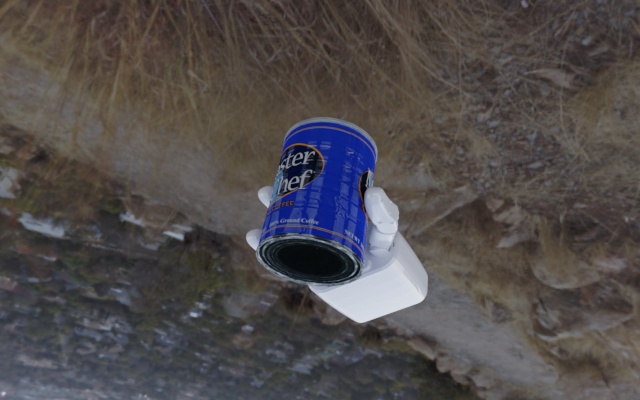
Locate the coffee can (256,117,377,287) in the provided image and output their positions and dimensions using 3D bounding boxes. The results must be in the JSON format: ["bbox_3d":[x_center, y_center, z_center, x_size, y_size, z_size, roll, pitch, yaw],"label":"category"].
[{"bbox_3d":[0.000,0.001,0.484,0.103,0.140,0.103,8,-33,5],"label":"coffee can"}]
